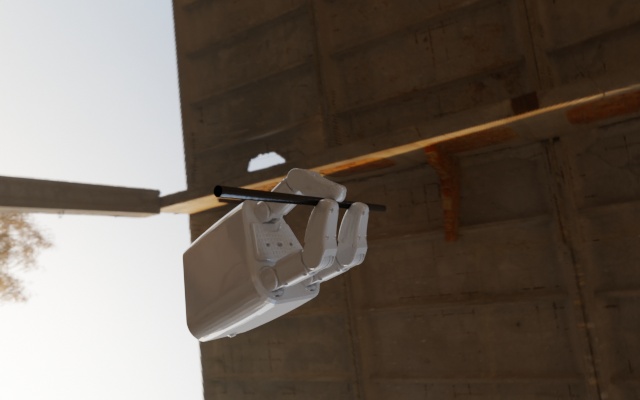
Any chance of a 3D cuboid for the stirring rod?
[{"bbox_3d":[0.000,0.001,0.410,0.011,0.011,0.239,0,-4,34],"label":"stirring rod"}]
